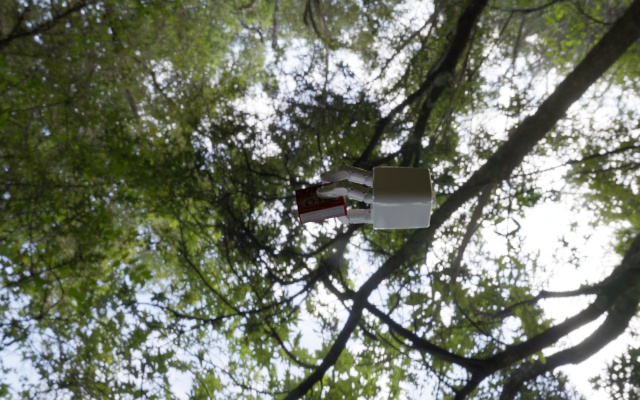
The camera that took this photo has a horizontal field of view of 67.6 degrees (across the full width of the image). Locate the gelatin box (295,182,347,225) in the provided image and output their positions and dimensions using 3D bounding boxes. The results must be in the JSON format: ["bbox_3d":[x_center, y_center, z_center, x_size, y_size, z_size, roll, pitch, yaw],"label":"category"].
[{"bbox_3d":[0.000,0.003,0.887,0.089,0.030,0.073,-12,39,0],"label":"gelatin box"}]
